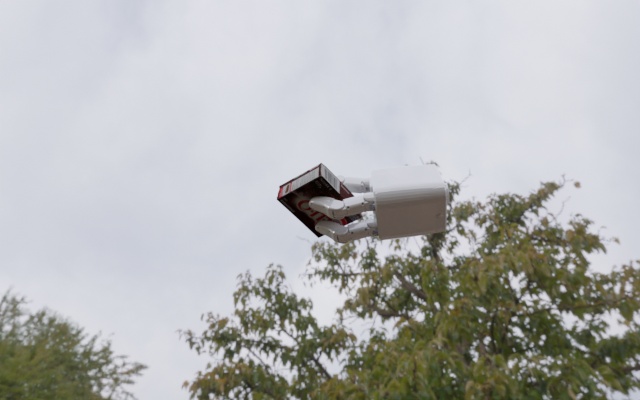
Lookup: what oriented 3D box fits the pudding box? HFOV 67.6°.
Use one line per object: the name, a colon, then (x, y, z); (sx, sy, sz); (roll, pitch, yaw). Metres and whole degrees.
pudding box: (0.000, 0.002, 0.766); (0.090, 0.039, 0.113); (-28, -56, 26)
